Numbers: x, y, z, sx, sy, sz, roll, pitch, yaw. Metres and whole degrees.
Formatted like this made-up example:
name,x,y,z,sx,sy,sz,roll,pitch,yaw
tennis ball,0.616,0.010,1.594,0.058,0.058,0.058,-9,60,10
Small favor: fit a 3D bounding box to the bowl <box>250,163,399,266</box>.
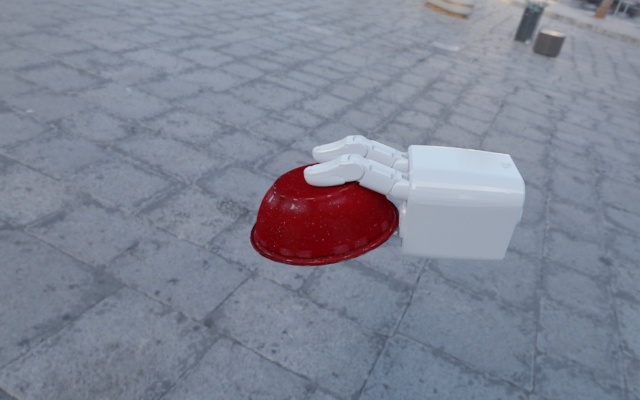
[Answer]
name,x,y,z,sx,sy,sz,roll,pitch,yaw
bowl,-0.001,0.001,0.502,0.162,0.055,0.162,-8,26,4
